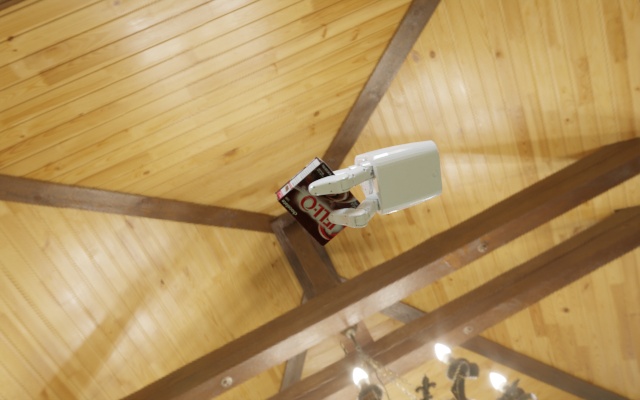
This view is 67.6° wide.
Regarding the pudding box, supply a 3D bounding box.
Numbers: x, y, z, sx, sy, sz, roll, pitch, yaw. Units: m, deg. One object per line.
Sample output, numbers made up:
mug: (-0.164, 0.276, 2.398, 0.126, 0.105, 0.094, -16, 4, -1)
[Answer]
pudding box: (0.000, 0.002, 0.731, 0.090, 0.113, 0.039, -42, 24, 3)
